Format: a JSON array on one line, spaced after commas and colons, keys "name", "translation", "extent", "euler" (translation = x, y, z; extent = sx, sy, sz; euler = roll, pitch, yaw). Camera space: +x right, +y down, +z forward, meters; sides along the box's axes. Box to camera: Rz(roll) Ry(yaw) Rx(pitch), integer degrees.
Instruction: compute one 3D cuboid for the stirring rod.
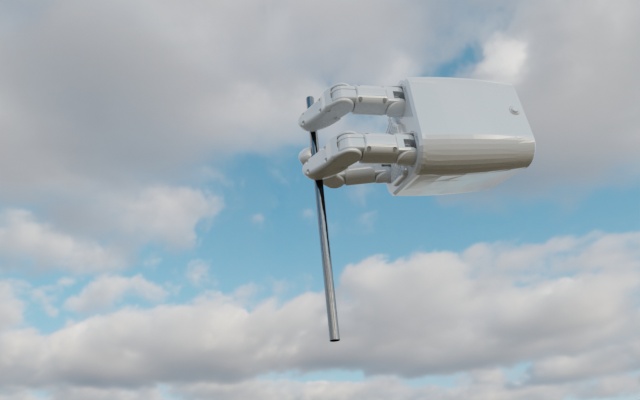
[{"name": "stirring rod", "translation": [0.000, 0.001, 0.417], "extent": [0.011, 0.239, 0.011], "euler": [-4, -30, -3]}]
